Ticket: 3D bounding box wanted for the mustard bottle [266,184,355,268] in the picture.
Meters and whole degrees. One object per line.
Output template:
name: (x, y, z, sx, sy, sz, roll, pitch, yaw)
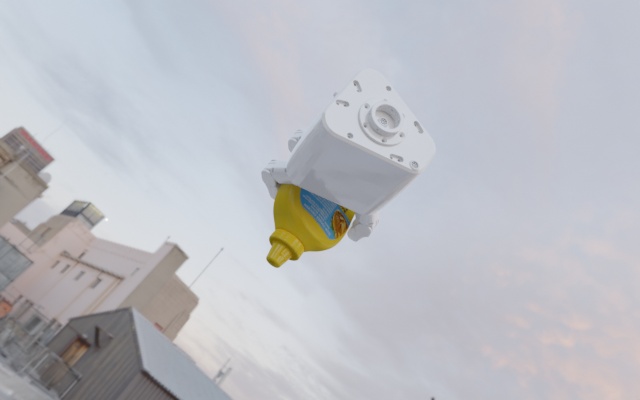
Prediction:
mustard bottle: (0.000, 0.002, 0.561, 0.058, 0.096, 0.191, -5, 40, 51)
